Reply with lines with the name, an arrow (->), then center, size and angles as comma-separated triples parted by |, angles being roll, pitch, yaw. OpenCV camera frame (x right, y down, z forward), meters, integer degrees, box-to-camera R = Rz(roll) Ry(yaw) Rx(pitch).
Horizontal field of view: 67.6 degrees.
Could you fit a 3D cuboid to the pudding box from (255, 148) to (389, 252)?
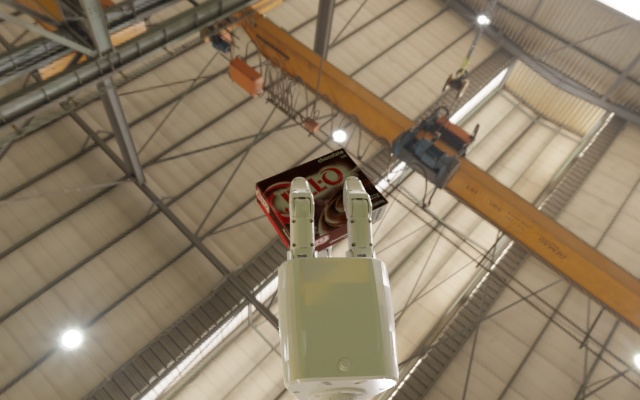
pudding box -> 0.000, 0.002, 0.507 | 0.113, 0.090, 0.039 | -23, -31, -23
